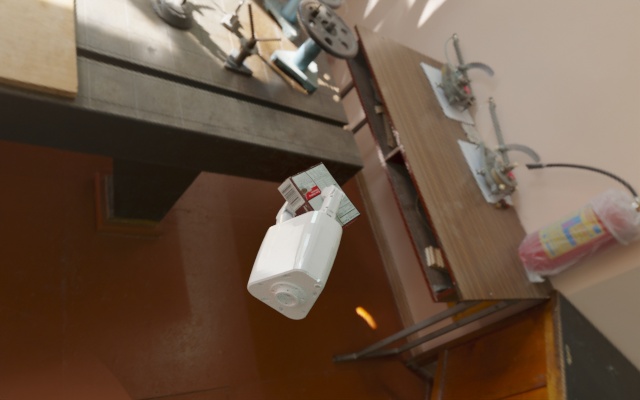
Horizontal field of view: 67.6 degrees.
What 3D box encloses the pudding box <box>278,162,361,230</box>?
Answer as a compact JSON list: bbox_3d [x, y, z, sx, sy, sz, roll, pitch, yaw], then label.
[{"bbox_3d":[0.000,0.002,0.761,0.039,0.113,0.090,-39,-7,40],"label":"pudding box"}]
